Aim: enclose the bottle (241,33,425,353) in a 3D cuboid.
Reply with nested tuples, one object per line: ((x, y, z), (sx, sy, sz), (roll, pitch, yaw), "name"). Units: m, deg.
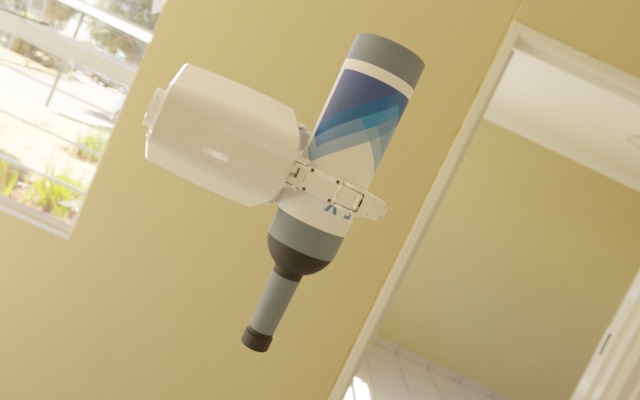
((0.000, 0.001, 0.433), (0.069, 0.296, 0.069), (25, 5, -2), "bottle")
